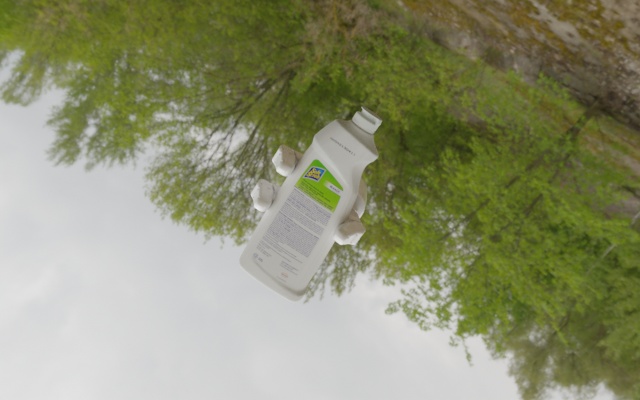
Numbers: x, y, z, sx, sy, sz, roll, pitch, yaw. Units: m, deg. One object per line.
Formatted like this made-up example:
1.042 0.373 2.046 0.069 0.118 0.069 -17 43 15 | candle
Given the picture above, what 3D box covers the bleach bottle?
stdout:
0.000 0.002 0.592 0.102 0.251 0.068 34 19 -2 | bleach bottle
